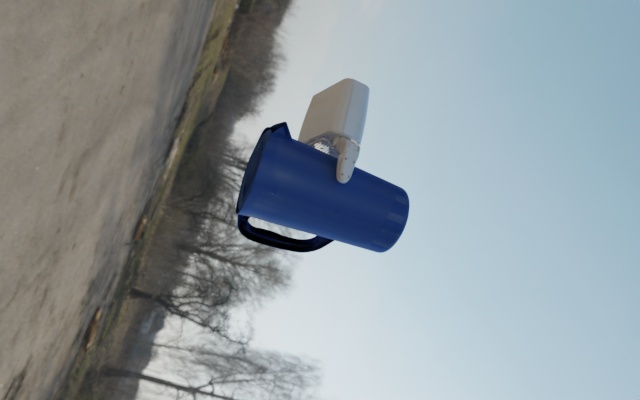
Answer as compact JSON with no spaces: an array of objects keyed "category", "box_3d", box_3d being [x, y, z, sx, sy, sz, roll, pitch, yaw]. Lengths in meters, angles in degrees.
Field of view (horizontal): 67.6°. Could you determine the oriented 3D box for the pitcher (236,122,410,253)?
[{"category":"pitcher","box_3d":[0.000,0.002,0.716,0.243,0.145,0.149,20,-24,-15]}]
